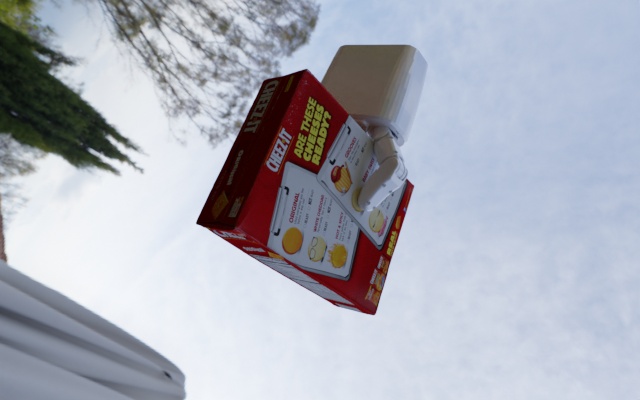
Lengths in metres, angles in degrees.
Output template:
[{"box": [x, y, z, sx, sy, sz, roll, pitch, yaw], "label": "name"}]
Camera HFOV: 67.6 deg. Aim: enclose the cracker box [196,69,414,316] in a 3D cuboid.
[{"box": [0.000, 0.002, 0.491, 0.072, 0.164, 0.214, 1, -28, 43], "label": "cracker box"}]
